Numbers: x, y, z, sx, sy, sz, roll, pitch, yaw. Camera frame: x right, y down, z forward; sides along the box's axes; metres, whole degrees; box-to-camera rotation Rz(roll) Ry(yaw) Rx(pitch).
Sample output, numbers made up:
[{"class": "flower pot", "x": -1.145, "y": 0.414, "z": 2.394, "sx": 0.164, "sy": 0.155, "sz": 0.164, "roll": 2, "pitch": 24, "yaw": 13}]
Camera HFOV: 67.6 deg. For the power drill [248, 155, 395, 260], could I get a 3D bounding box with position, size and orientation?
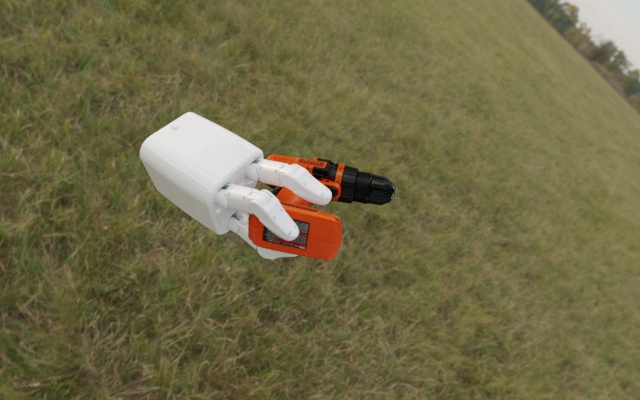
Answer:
[{"class": "power drill", "x": 0.000, "y": 0.002, "z": 0.594, "sx": 0.184, "sy": 0.057, "sz": 0.187, "roll": 9, "pitch": 24, "yaw": 6}]
